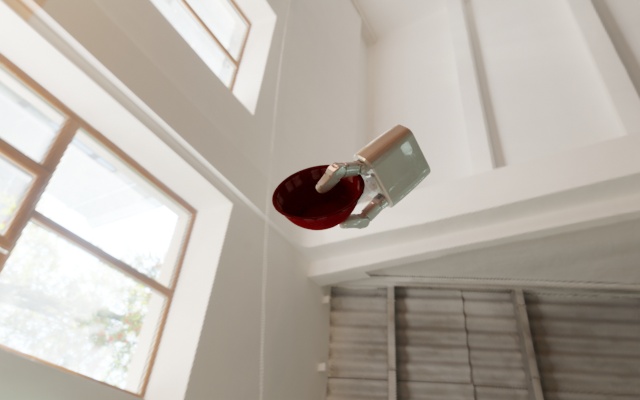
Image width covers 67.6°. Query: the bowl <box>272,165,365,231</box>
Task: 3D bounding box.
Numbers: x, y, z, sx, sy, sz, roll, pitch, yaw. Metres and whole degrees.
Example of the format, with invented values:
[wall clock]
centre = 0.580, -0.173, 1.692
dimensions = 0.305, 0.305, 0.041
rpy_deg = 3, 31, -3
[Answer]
[bowl]
centre = -0.001, 0.004, 0.832
dimensions = 0.162, 0.055, 0.162
rpy_deg = -8, 35, 6
